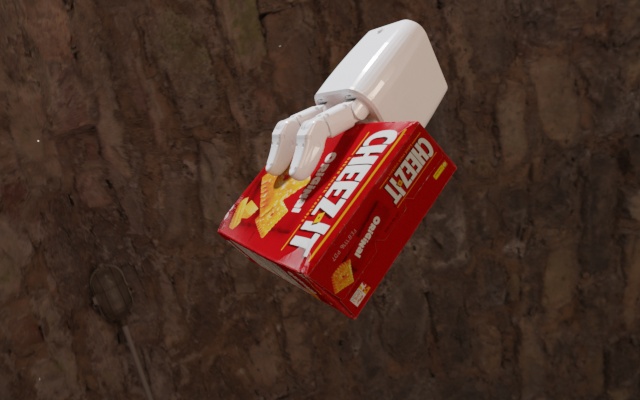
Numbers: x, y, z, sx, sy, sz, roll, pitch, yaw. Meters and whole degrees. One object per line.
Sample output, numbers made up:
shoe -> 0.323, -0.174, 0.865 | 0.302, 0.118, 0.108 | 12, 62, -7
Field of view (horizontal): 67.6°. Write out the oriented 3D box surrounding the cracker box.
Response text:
cracker box -> 0.000, 0.002, 0.476 | 0.072, 0.164, 0.213 | 43, -16, -27
